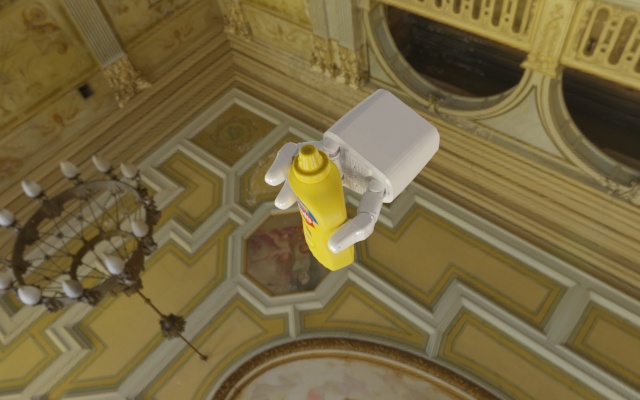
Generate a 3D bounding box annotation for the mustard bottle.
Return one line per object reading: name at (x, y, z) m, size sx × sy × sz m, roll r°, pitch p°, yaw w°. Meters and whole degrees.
mustard bottle at (0.000, 0.002, 0.581) m, size 0.058 × 0.096 × 0.192 m, roll -23°, pitch -36°, yaw -7°
